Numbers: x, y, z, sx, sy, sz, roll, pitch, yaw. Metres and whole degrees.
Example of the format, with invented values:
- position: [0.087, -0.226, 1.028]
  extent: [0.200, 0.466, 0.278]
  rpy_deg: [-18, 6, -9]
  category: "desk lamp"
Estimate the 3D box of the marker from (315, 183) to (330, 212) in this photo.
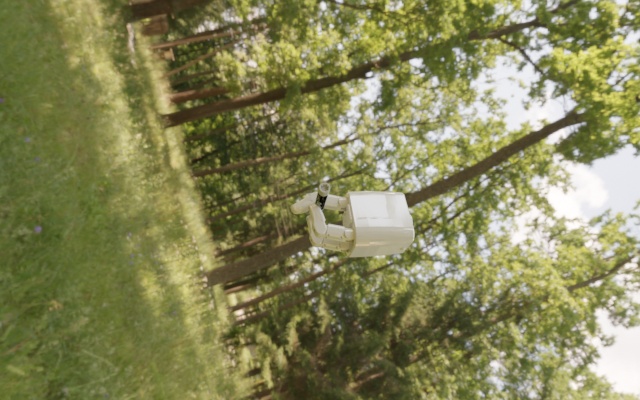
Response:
- position: [0.000, 0.003, 0.829]
  extent: [0.020, 0.020, 0.121]
  rpy_deg: [0, -23, -7]
  category: "marker"
